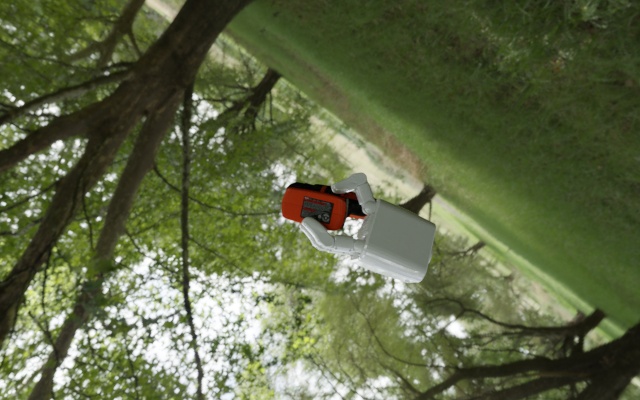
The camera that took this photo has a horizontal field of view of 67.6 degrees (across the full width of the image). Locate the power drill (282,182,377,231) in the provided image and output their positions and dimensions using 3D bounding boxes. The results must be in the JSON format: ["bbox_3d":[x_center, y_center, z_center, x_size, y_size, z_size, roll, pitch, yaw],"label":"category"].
[{"bbox_3d":[0.000,0.003,0.841,0.184,0.057,0.187,11,9,17],"label":"power drill"}]
